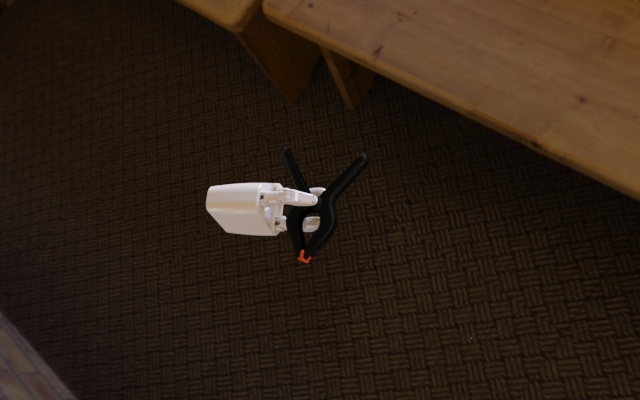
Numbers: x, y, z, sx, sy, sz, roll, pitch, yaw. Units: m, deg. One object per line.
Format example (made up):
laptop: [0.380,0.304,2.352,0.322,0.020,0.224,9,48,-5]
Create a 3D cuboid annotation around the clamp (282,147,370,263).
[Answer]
clamp: [0.000,0.003,0.828,0.164,0.210,0.036,-1,-15,21]
